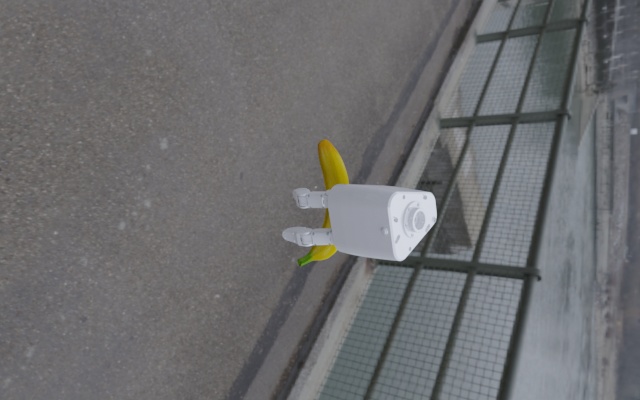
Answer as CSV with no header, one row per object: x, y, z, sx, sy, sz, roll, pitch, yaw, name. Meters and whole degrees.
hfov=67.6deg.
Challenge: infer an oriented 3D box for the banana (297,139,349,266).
0.015,0.008,0.736,0.069,0.198,0.037,8,3,-34,banana
